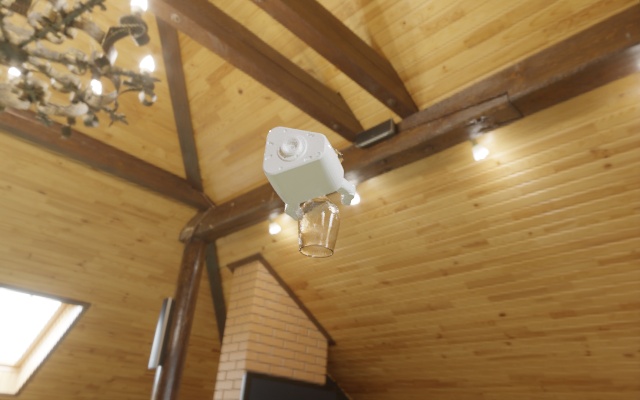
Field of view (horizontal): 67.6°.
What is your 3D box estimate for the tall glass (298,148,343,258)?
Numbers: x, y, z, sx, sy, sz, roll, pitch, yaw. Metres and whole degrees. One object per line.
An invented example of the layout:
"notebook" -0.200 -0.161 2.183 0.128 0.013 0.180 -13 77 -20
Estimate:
"tall glass" 0.000 0.002 0.895 0.079 0.201 0.079 4 -26 2
